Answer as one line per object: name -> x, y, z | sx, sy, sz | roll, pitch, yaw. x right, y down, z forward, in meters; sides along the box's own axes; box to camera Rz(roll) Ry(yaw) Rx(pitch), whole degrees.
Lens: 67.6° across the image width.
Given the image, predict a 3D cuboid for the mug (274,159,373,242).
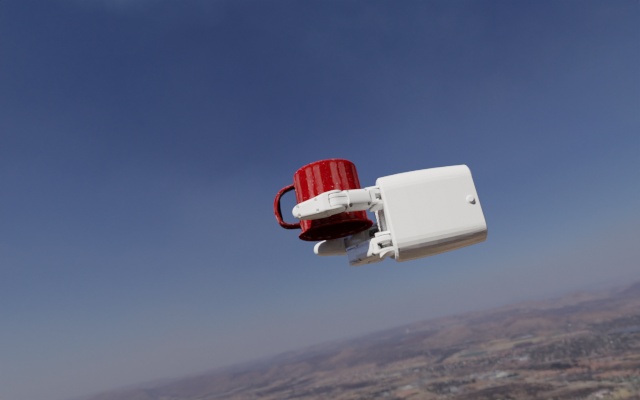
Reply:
mug -> -0.001, 0.002, 0.594 | 0.117, 0.081, 0.093 | -10, -16, -2
